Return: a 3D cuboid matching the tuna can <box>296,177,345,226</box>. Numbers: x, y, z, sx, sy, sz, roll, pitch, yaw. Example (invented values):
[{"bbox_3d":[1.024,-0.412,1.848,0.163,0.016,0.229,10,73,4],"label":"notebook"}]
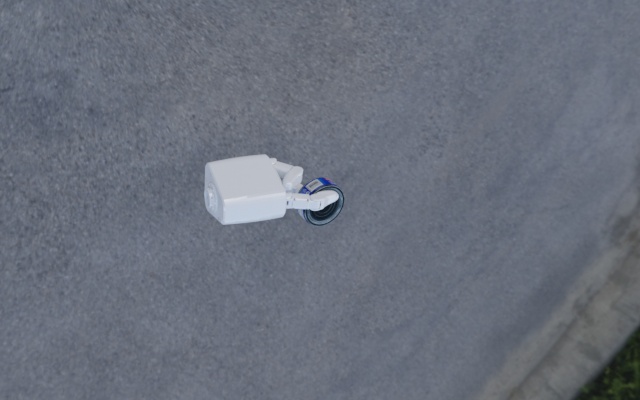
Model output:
[{"bbox_3d":[0.000,0.003,0.852,0.086,0.086,0.033,0,28,-35],"label":"tuna can"}]
